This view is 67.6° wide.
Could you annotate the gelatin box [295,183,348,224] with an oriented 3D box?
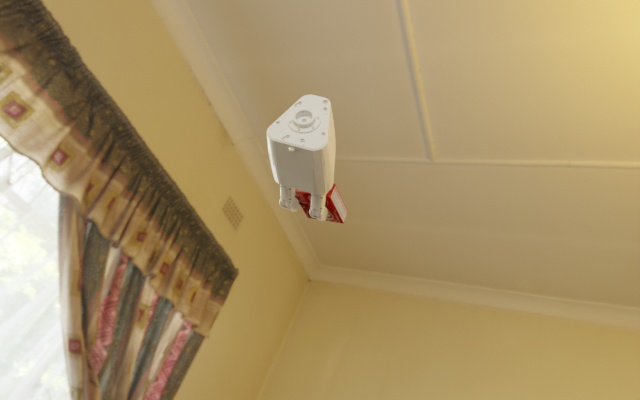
[{"bbox_3d":[0.000,0.003,0.835,0.073,0.030,0.089,8,-30,25],"label":"gelatin box"}]
